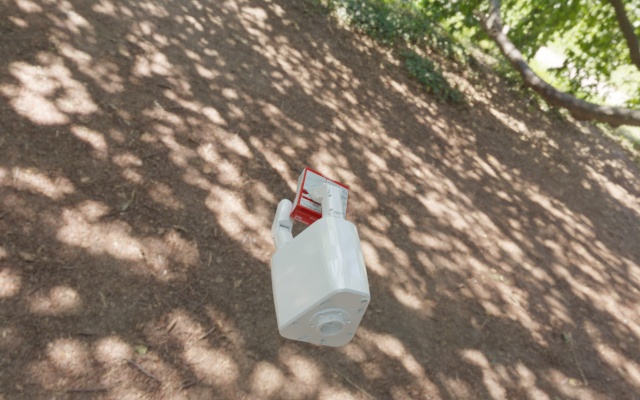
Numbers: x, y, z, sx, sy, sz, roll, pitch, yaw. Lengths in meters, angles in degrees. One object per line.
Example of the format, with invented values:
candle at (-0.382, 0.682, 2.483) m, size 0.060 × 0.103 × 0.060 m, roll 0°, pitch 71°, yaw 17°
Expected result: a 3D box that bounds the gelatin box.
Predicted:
gelatin box at (0.000, 0.002, 0.671) m, size 0.073 × 0.030 × 0.089 m, roll 25°, pitch 39°, yaw -13°
